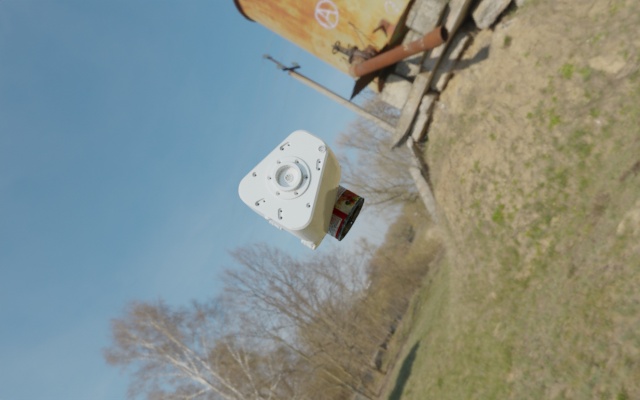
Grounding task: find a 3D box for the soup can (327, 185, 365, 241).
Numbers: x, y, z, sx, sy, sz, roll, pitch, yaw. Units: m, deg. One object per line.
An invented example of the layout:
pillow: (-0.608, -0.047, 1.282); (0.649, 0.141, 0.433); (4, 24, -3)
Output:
soup can: (0.000, 0.002, 0.659); (0.102, 0.068, 0.068); (30, 7, 12)
